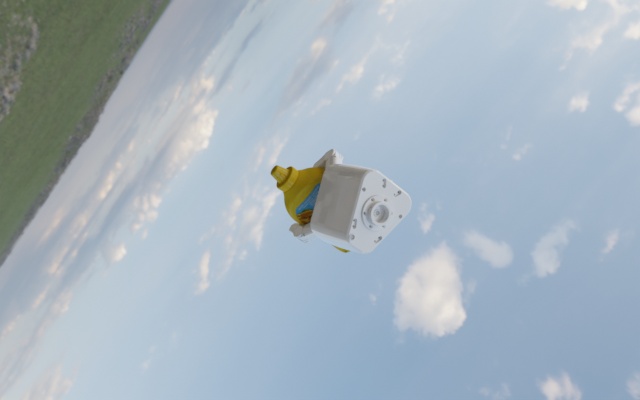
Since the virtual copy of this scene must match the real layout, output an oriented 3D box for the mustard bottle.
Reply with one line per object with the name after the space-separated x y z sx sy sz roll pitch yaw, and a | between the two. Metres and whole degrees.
0.000 0.003 0.766 0.192 0.096 0.058 34 15 -26 | mustard bottle
